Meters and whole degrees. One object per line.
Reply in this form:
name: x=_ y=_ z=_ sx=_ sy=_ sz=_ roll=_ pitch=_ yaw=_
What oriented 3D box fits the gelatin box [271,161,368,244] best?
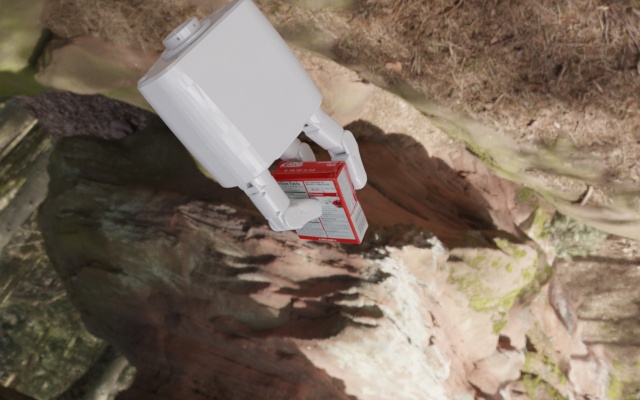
gelatin box: x=0.000 y=0.002 z=0.477 sx=0.073 sy=0.089 sz=0.030 roll=1 pitch=43 yaw=30
